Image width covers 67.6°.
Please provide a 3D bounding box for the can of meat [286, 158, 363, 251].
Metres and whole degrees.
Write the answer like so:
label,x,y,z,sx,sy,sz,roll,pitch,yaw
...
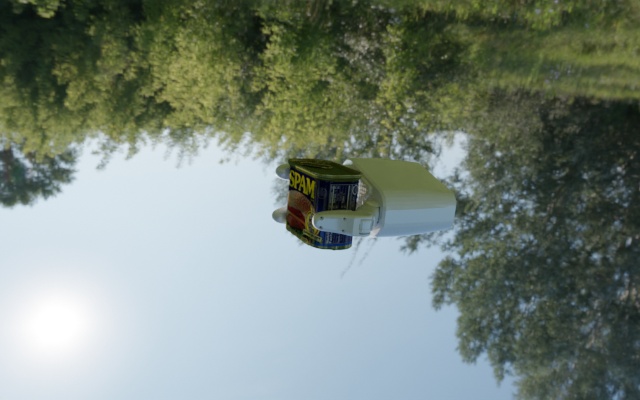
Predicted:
label,x,y,z,sx,sy,sz,roll,pitch,yaw
can of meat,0.000,0.002,0.541,0.057,0.084,0.102,-2,15,-27
